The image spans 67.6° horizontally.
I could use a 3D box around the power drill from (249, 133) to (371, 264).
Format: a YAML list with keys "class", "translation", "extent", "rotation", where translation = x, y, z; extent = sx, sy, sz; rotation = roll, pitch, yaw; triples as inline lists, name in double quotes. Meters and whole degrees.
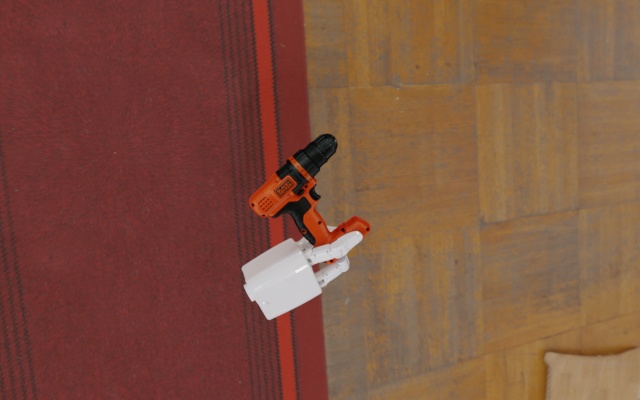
- class: "power drill"
  translation: [0.000, 0.003, 0.825]
  extent: [0.184, 0.188, 0.057]
  rotation: [-42, 15, 5]
